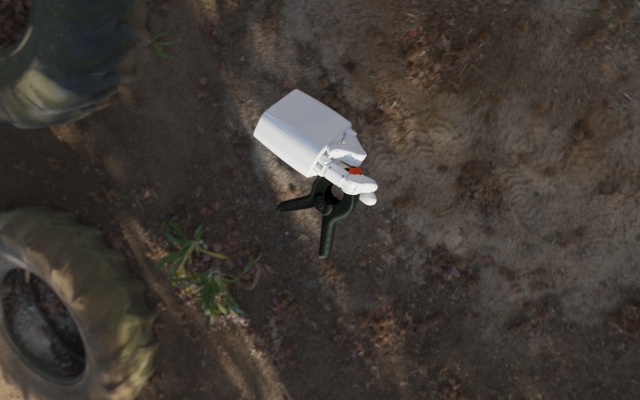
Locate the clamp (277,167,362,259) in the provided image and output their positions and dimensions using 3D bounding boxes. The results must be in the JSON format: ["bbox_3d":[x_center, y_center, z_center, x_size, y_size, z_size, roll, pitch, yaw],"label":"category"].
[{"bbox_3d":[0.000,0.003,0.762,0.120,0.171,0.039,36,31,8],"label":"clamp"}]
